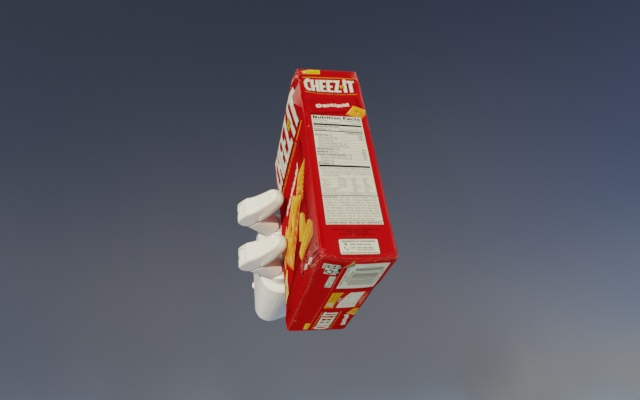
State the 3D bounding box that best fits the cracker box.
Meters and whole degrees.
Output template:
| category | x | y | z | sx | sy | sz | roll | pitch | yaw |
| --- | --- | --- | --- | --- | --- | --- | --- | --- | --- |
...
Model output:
| category | x | y | z | sx | sy | sz | roll | pitch | yaw |
| --- | --- | --- | --- | --- | --- | --- | --- | --- | --- |
| cracker box | 0.000 | 0.002 | 0.482 | 0.072 | 0.213 | 0.164 | 1 | -34 | -14 |
